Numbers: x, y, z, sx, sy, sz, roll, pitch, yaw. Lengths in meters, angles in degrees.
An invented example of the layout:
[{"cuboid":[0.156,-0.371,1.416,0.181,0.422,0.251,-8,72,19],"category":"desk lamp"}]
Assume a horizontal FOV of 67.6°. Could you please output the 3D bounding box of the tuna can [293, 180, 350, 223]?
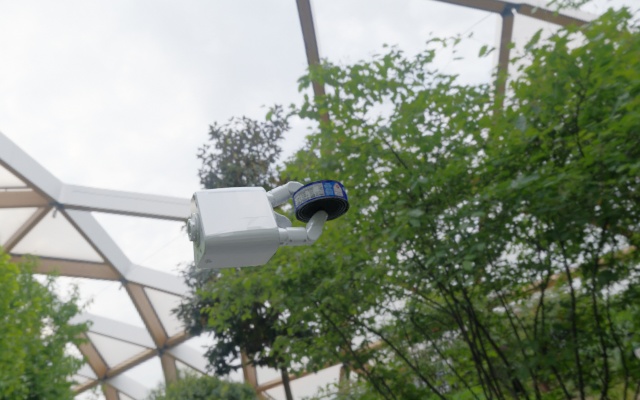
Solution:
[{"cuboid":[0.000,0.002,0.744,0.086,0.033,0.086,-10,-26,-5],"category":"tuna can"}]
